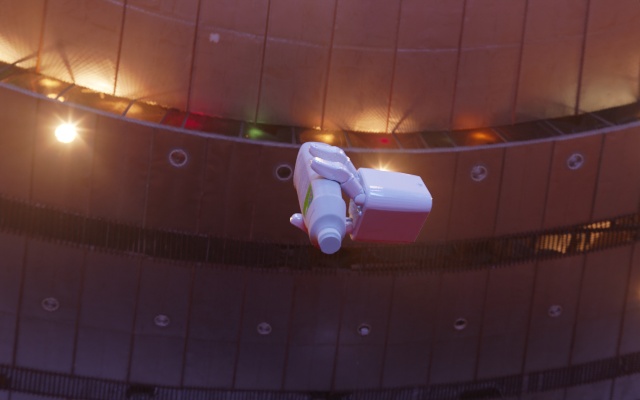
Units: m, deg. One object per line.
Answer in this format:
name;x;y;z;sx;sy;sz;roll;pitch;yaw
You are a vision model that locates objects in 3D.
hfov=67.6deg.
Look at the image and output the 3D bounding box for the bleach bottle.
bleach bottle;0.000;0.002;0.737;0.068;0.103;0.250;5;30;-9
